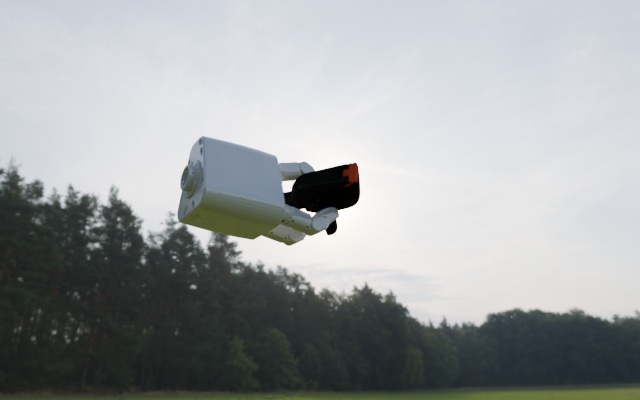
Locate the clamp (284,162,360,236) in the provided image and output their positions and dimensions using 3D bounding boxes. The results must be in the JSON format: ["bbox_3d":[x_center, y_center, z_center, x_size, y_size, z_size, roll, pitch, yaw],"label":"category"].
[{"bbox_3d":[0.000,0.001,0.679,0.164,0.036,0.210,17,-27,-31],"label":"clamp"}]
